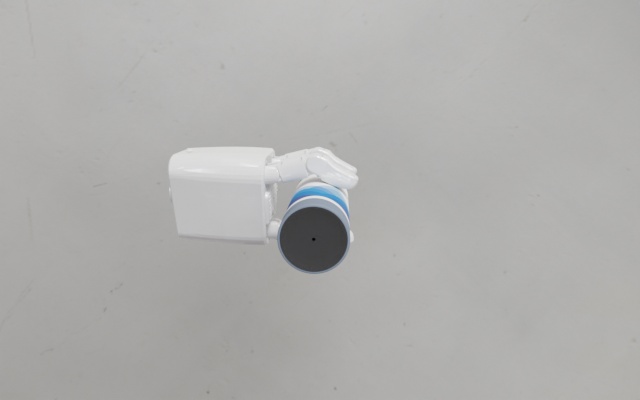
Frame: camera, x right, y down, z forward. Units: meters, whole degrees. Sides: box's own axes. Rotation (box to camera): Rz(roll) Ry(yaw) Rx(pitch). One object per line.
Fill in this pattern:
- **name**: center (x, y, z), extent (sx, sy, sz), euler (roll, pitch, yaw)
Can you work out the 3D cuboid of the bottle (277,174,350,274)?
- **bottle**: center (0.000, 0.002, 0.572), extent (0.069, 0.069, 0.295), euler (0, 13, 3)
